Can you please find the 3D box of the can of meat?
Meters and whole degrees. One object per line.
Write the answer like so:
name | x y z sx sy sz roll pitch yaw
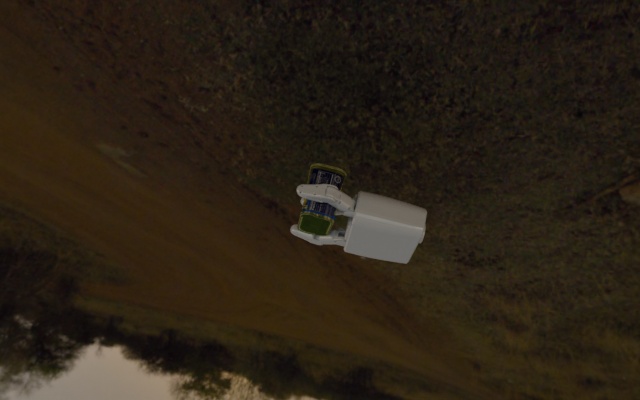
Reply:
can of meat | 0.000 0.003 0.750 0.057 0.084 0.102 14 -20 -1
